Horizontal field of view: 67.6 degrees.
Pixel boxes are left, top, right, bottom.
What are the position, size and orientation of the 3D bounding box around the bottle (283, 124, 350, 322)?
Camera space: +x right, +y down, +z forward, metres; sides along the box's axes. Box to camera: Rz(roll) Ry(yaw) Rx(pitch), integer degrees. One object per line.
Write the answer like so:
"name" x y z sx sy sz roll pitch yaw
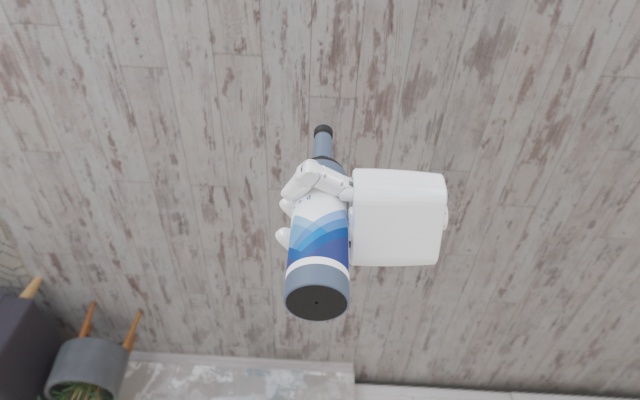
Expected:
"bottle" 0.000 0.002 0.582 0.069 0.069 0.295 0 43 2
